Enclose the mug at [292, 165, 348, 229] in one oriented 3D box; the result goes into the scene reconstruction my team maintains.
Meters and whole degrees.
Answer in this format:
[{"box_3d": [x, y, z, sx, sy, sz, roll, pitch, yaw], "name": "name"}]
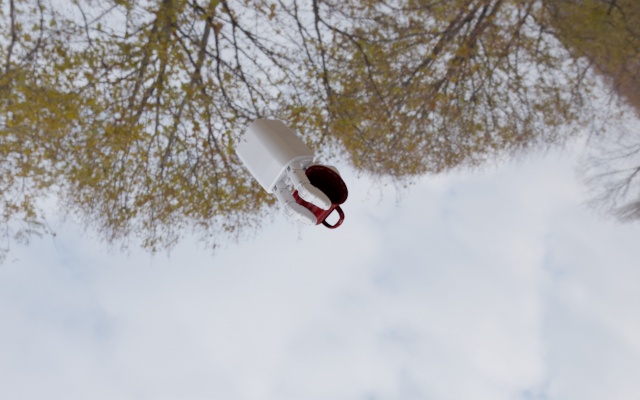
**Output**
[{"box_3d": [0.001, 0.004, 0.898, 0.093, 0.117, 0.081, -27, -18, -47], "name": "mug"}]
